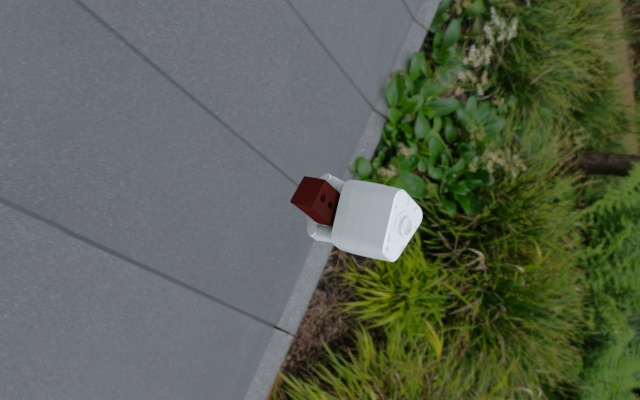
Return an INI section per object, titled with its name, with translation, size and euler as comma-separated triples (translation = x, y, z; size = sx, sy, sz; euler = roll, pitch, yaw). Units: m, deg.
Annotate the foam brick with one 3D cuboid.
[foam brick]
translation = 0.000, 0.003, 0.792
size = 0.051, 0.053, 0.078
euler = 13, -19, 44
